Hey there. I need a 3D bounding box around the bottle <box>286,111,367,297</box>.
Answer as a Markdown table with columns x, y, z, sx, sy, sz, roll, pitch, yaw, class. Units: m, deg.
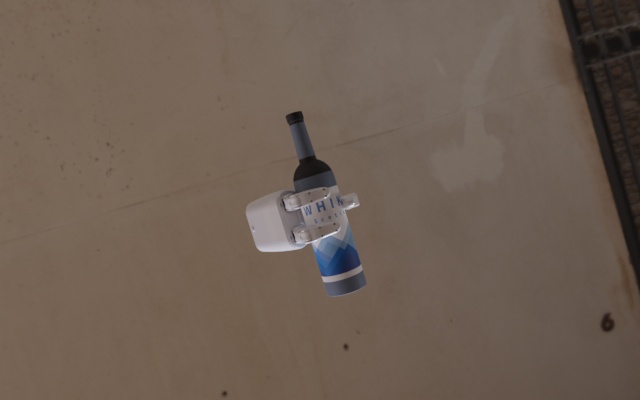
| x | y | z | sx | sy | sz | roll | pitch | yaw | class |
| --- | --- | --- | --- | --- | --- | --- | --- | --- | --- |
| 0.000 | 0.003 | 0.765 | 0.069 | 0.296 | 0.069 | -17 | 2 | 1 | bottle |
